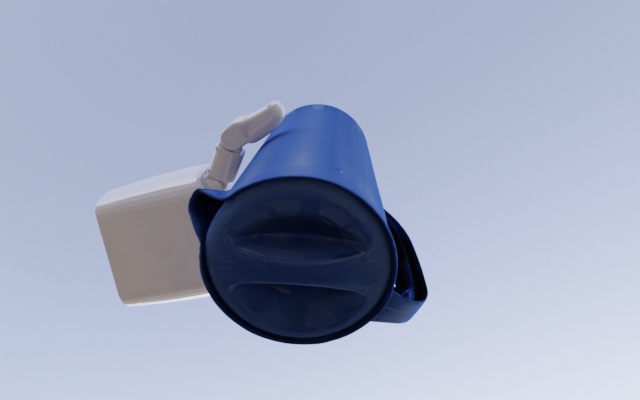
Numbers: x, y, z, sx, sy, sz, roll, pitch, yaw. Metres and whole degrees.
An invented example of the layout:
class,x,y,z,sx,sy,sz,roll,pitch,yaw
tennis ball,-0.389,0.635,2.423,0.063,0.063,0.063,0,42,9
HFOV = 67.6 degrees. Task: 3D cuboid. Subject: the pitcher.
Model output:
class,x,y,z,sx,sy,sz,roll,pitch,yaw
pitcher,0.000,0.001,0.421,0.145,0.149,0.242,-14,24,10
